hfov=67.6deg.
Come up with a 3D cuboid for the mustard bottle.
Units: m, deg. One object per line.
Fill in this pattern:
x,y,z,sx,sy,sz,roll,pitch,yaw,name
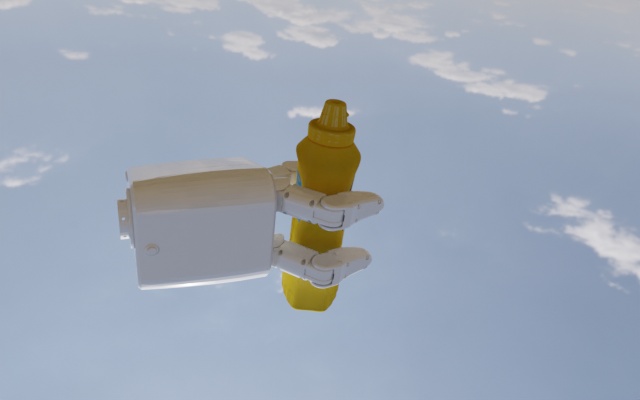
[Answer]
0.000,0.002,0.442,0.058,0.192,0.096,7,28,-2,mustard bottle
